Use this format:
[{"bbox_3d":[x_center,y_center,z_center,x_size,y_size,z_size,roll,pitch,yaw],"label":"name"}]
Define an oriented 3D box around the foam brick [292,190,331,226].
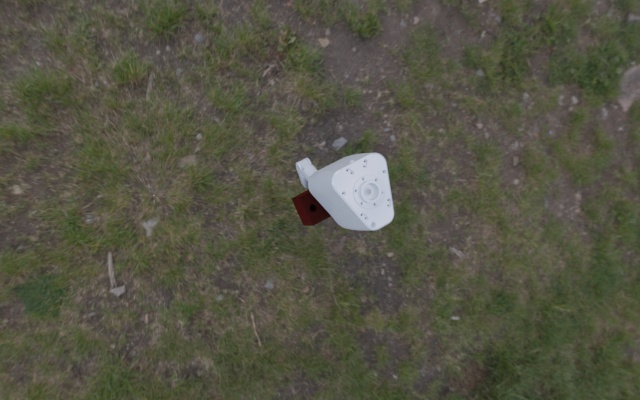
[{"bbox_3d":[0.000,0.003,0.805,0.078,0.053,0.051,-28,8,-16],"label":"foam brick"}]
